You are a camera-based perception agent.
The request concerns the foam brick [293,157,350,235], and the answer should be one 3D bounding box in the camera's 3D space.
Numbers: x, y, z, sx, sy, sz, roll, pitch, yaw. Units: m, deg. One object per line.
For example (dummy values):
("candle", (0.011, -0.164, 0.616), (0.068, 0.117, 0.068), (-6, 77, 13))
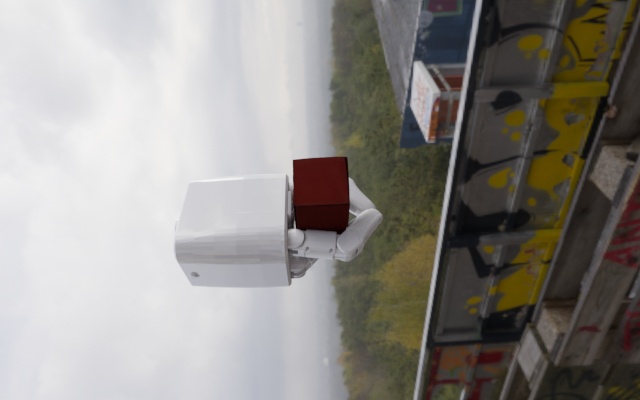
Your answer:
("foam brick", (0.000, 0.001, 0.459), (0.051, 0.053, 0.078), (-1, -31, -1))
